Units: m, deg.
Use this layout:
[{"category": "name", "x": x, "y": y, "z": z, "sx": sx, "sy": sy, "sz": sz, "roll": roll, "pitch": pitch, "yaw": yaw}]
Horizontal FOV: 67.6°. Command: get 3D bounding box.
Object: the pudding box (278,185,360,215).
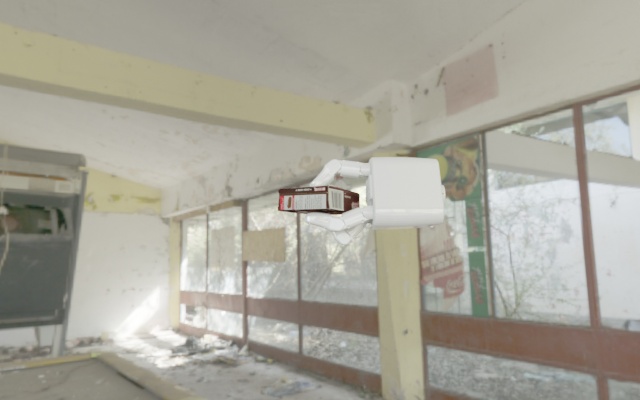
[{"category": "pudding box", "x": 0.000, "y": 0.002, "z": 0.748, "sx": 0.090, "sy": 0.039, "sz": 0.113, "roll": -4, "pitch": -9, "yaw": 28}]
